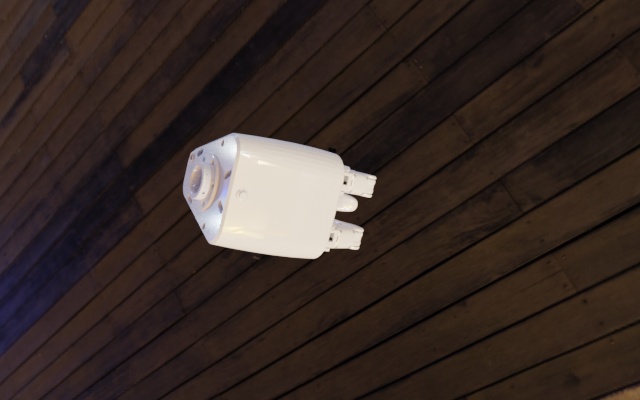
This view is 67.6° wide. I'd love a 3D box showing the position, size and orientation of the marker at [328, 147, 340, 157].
[{"bbox_3d":[0.000,0.002,0.524,0.020,0.121,0.020,13,5,-1],"label":"marker"}]
